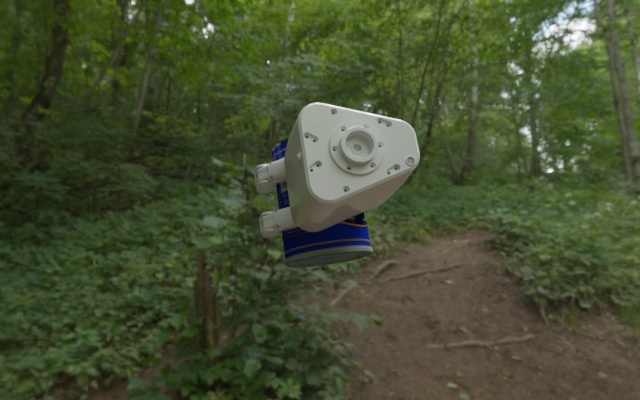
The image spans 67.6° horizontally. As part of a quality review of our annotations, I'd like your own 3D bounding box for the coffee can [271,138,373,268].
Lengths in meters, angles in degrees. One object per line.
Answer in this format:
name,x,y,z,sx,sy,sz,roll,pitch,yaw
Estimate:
coffee can,0.000,0.002,0.568,0.103,0.140,0.103,-8,-13,-2
